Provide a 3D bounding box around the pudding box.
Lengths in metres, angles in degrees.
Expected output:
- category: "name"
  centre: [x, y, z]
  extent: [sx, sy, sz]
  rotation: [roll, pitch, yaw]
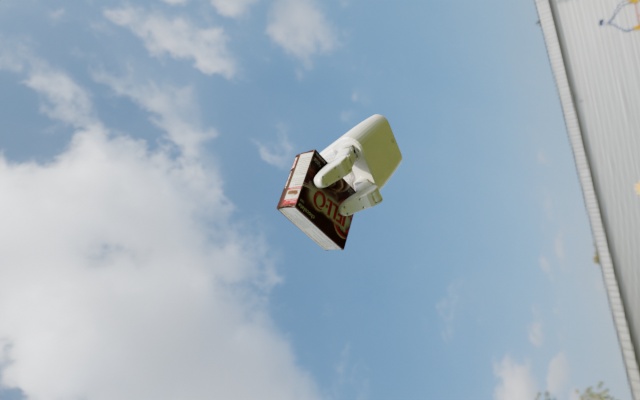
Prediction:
- category: "pudding box"
  centre: [0.000, 0.002, 0.636]
  extent: [0.039, 0.090, 0.113]
  rotation: [-11, -39, 40]
